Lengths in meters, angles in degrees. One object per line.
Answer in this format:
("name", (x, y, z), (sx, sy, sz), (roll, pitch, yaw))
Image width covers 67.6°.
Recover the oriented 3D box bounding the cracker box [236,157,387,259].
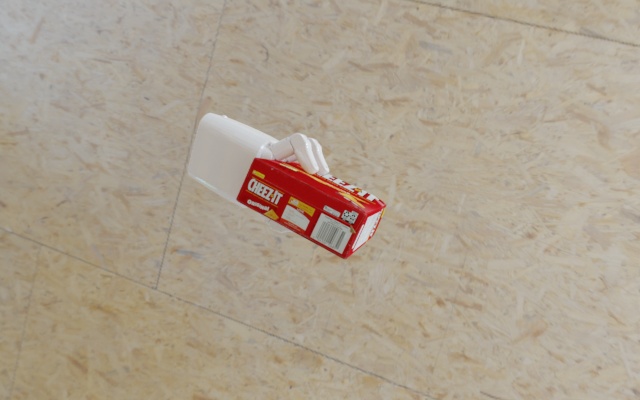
("cracker box", (0.000, 0.002, 0.691), (0.164, 0.072, 0.213), (27, 9, 12))
